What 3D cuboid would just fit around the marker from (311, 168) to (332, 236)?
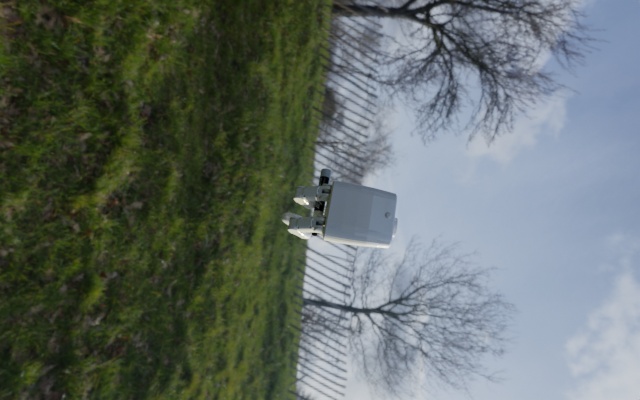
[{"bbox_3d":[0.000,0.003,0.817,0.020,0.121,0.020,9,-21,4],"label":"marker"}]
